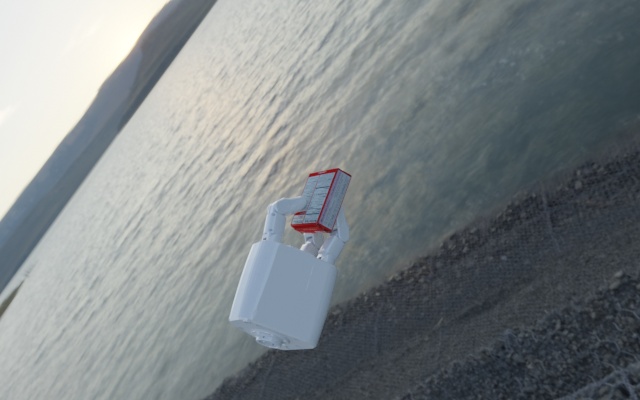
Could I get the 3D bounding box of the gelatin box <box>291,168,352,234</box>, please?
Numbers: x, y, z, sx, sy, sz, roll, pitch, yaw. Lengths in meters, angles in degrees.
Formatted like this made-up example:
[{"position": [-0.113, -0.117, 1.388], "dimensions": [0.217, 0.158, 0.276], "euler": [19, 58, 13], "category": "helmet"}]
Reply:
[{"position": [0.000, 0.002, 0.671], "dimensions": [0.030, 0.089, 0.073], "euler": [29, -19, -28], "category": "gelatin box"}]
